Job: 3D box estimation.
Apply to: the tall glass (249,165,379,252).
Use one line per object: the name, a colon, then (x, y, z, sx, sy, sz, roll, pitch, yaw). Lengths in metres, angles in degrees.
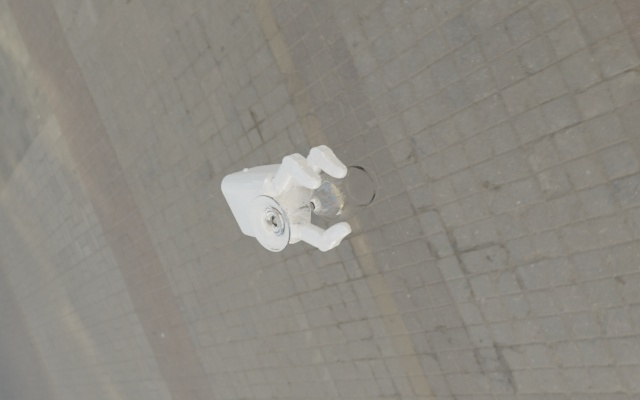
tall glass: (0.000, 0.002, 0.665, 0.079, 0.079, 0.201, 0, 16, 43)
